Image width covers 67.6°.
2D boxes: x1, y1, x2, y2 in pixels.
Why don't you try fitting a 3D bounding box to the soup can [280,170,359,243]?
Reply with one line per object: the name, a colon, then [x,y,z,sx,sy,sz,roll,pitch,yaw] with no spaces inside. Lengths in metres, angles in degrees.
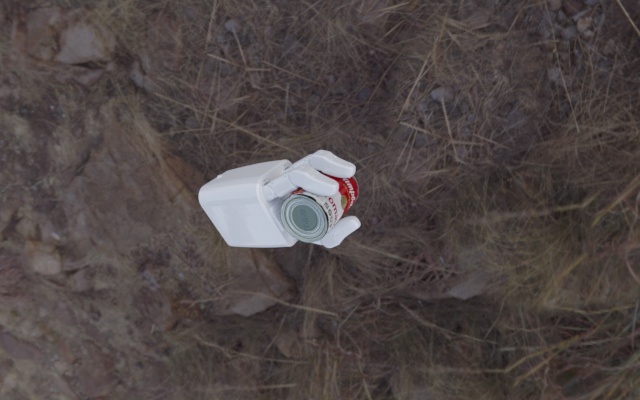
soup can: [0.000,0.002,0.620,0.068,0.068,0.102,0,24,28]
